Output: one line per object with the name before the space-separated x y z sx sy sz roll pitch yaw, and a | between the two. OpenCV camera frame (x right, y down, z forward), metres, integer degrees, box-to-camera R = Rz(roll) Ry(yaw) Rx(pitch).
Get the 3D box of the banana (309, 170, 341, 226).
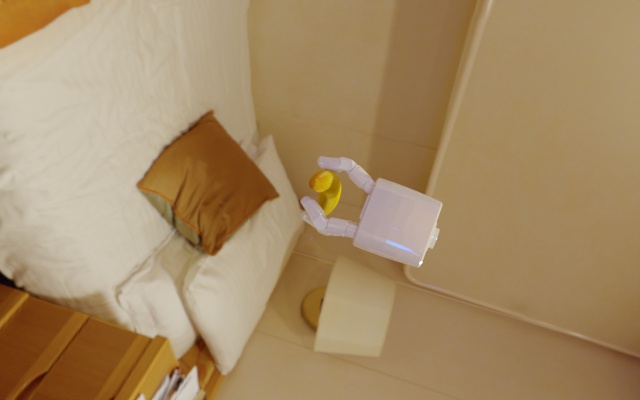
banana | 0.009 -0.012 0.792 0.037 0.069 0.198 25 -19 10
